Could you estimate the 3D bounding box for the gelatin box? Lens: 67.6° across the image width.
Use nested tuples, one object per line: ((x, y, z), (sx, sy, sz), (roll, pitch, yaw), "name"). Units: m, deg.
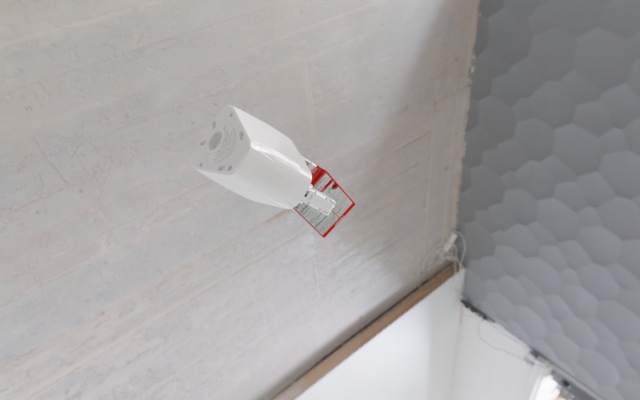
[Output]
((0.001, 0.003, 0.714), (0.089, 0.073, 0.030), (46, -6, -38), "gelatin box")
